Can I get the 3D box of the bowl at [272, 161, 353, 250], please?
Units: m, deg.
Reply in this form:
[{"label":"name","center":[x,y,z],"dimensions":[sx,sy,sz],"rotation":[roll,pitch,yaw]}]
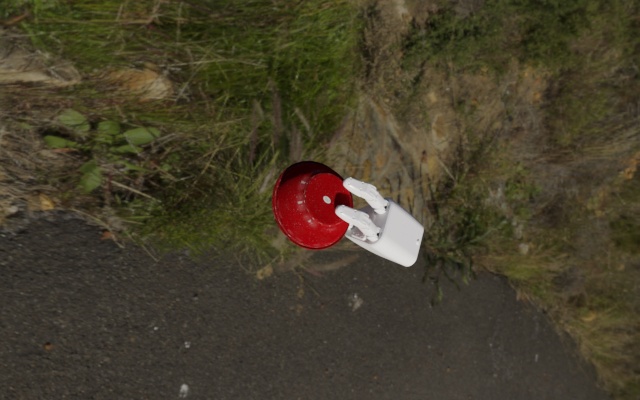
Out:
[{"label":"bowl","center":[-0.001,0.002,0.824],"dimensions":[0.162,0.162,0.055],"rotation":[0,-11,-29]}]
